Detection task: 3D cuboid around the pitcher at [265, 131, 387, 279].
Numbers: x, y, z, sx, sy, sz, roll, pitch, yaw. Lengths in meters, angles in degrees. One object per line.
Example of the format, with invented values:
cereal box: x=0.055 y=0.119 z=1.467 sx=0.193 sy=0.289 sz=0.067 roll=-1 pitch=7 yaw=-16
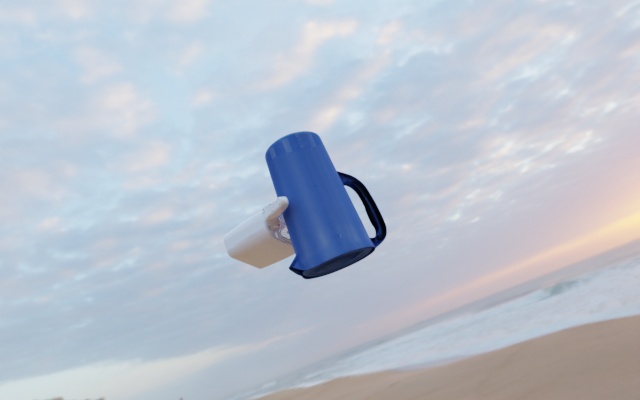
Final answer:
pitcher: x=0.000 y=0.003 z=0.837 sx=0.145 sy=0.242 sz=0.149 roll=-30 pitch=-19 yaw=25
